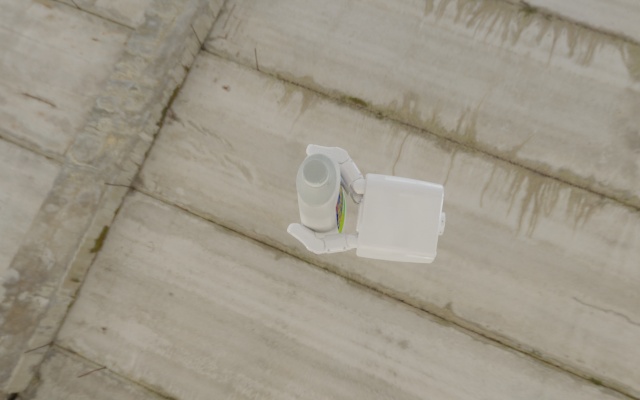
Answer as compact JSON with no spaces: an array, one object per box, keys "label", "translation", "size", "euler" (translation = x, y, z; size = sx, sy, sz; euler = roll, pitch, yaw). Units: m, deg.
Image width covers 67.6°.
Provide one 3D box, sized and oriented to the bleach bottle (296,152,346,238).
[{"label":"bleach bottle","translation":[0.000,0.002,0.671],"size":[0.068,0.102,0.251],"euler":[6,-12,5]}]
